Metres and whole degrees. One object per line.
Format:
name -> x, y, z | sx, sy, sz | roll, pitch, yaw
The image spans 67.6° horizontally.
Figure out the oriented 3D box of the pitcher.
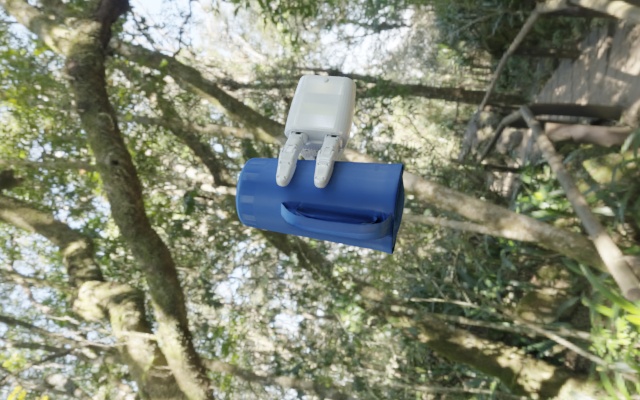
pitcher -> 0.000, 0.002, 0.710 | 0.243, 0.145, 0.149 | 6, -24, 12
